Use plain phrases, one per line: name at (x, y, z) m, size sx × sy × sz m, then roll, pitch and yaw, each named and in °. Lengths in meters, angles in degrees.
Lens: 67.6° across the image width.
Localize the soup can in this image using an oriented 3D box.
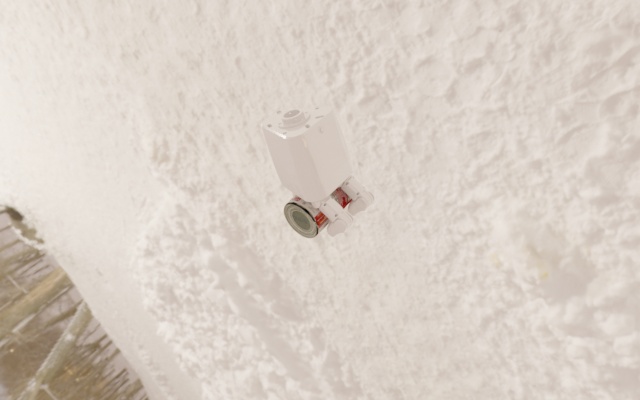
soup can at (0.000, 0.003, 0.742) m, size 0.068 × 0.068 × 0.102 m, roll 0°, pitch 35°, yaw 49°
